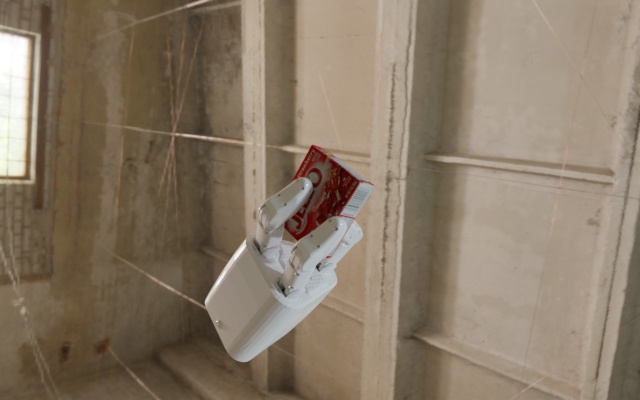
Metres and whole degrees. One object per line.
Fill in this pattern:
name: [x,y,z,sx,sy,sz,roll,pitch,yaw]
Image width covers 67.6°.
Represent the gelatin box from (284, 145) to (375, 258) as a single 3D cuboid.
gelatin box: [0.001,0.001,0.473,0.073,0.089,0.030,41,17,35]
